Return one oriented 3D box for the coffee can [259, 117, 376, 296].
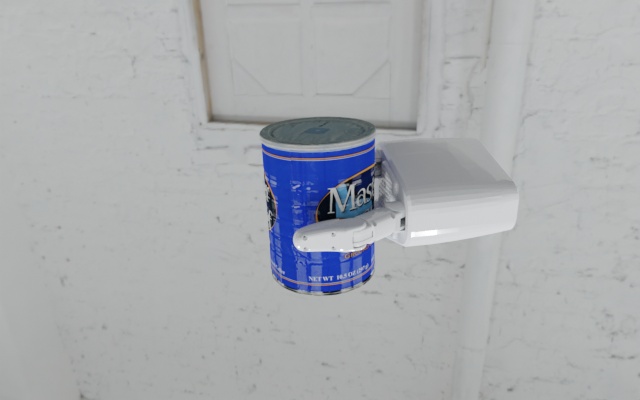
[{"bbox_3d":[0.000,0.001,0.446,0.103,0.140,0.102,-2,22,1],"label":"coffee can"}]
